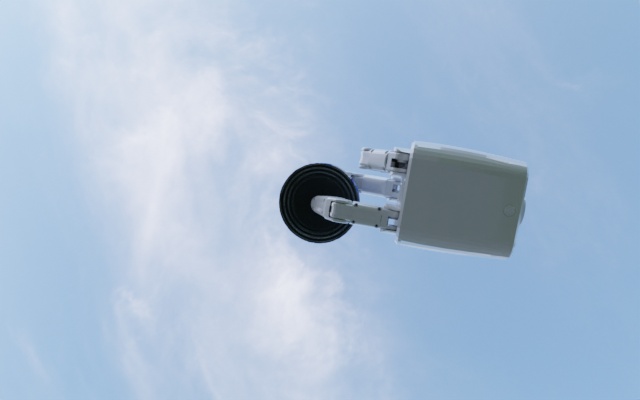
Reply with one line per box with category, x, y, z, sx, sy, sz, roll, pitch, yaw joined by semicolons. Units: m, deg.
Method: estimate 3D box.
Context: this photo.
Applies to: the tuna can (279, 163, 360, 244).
tuna can;0.000;0.002;0.520;0.086;0.086;0.034;0;6;8
